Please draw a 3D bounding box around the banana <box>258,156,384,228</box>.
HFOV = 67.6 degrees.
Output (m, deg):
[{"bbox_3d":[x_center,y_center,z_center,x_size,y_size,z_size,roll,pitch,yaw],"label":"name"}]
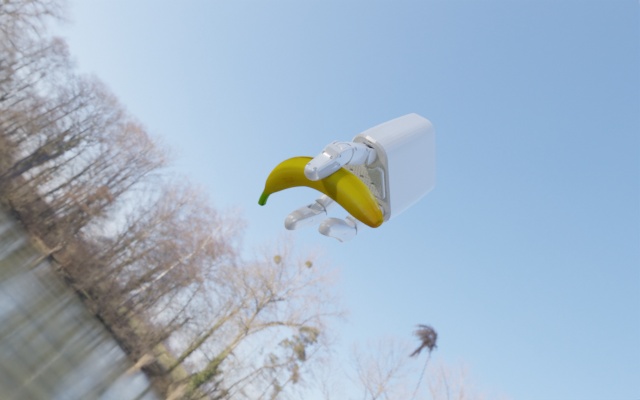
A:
[{"bbox_3d":[-0.003,-0.017,0.565,0.198,0.069,0.037,10,17,44],"label":"banana"}]
